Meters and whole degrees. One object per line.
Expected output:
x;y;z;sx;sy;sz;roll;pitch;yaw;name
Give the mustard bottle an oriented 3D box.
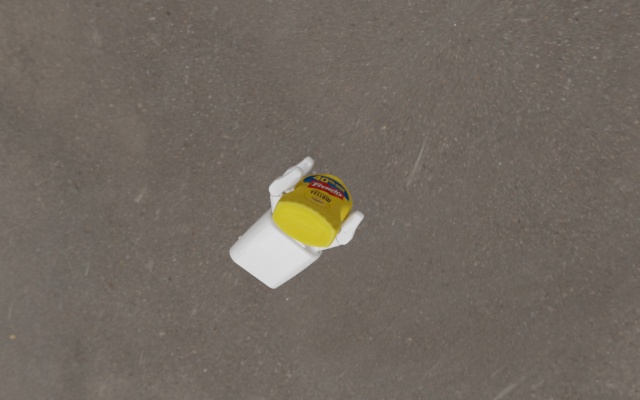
0.000;0.002;0.748;0.096;0.058;0.191;26;25;5;mustard bottle
